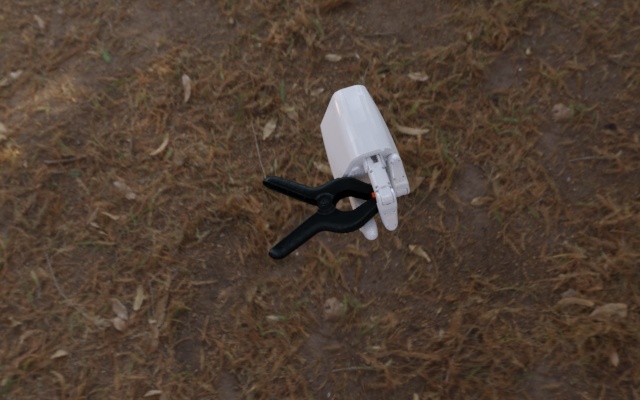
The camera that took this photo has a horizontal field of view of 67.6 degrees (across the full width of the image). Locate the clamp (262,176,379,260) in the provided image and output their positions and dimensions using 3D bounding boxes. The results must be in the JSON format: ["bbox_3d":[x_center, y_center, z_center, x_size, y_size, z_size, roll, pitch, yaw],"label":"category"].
[{"bbox_3d":[0.000,0.002,0.645,0.171,0.120,0.039,-17,-19,-2],"label":"clamp"}]
